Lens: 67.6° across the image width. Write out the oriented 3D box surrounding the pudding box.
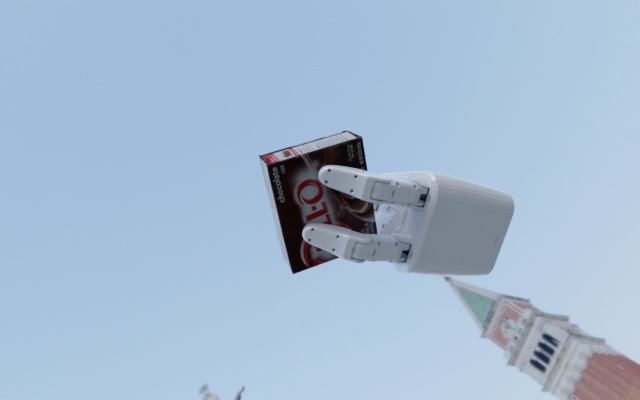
[{"bbox_3d":[0.000,0.001,0.441,0.090,0.113,0.039,-19,23,-15],"label":"pudding box"}]
